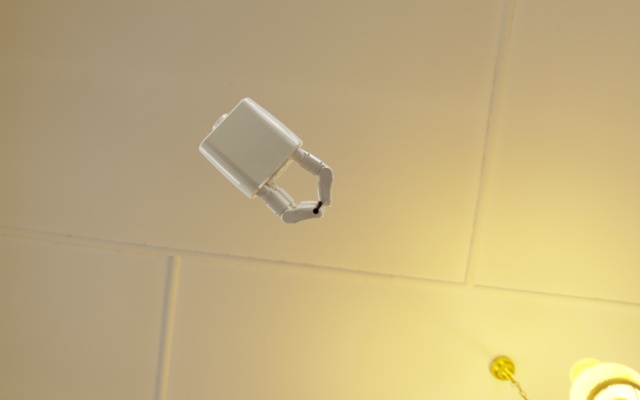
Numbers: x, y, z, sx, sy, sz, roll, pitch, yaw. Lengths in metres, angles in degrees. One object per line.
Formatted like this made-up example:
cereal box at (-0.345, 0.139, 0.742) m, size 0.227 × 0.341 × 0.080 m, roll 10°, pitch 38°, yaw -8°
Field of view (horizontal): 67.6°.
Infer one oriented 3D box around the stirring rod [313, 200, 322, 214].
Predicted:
stirring rod at (0.000, 0.002, 0.731) m, size 0.011 × 0.011 × 0.239 m, roll 0°, pitch 5°, yaw 3°
